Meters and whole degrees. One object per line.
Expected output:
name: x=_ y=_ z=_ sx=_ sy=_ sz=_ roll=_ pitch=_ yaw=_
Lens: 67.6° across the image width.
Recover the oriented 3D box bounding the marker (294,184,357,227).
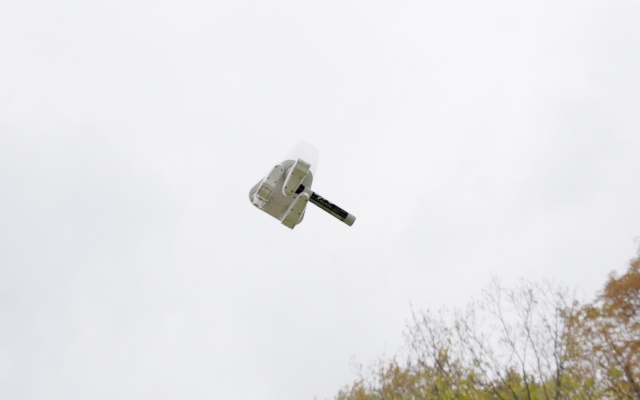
marker: x=0.000 y=0.002 z=0.733 sx=0.121 sy=0.020 sz=0.020 roll=31 pitch=-4 yaw=-7
